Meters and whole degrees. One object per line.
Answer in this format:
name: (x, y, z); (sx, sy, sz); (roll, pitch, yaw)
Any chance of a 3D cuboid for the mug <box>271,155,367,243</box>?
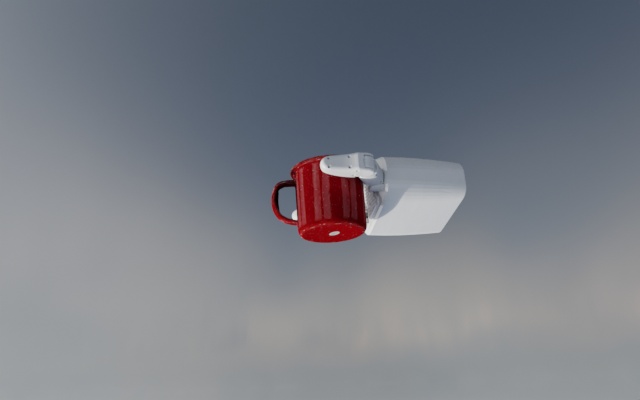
mug: (-0.001, 0.002, 0.570); (0.117, 0.081, 0.093); (0, -21, -10)
